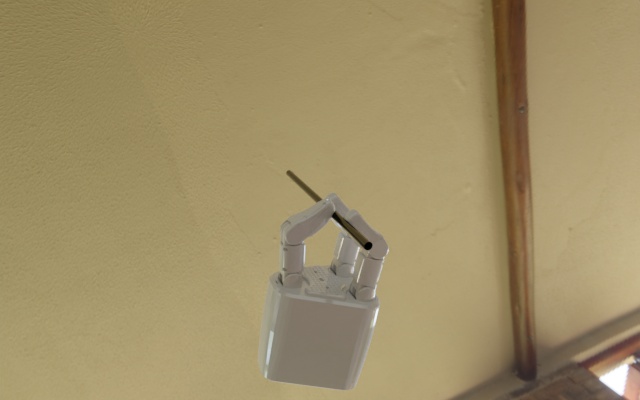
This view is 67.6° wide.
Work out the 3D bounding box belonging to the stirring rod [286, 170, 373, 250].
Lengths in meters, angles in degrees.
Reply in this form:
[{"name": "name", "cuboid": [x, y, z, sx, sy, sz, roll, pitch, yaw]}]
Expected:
[{"name": "stirring rod", "cuboid": [0.000, 0.002, 0.516, 0.011, 0.011, 0.239, 0, 18, -21]}]
